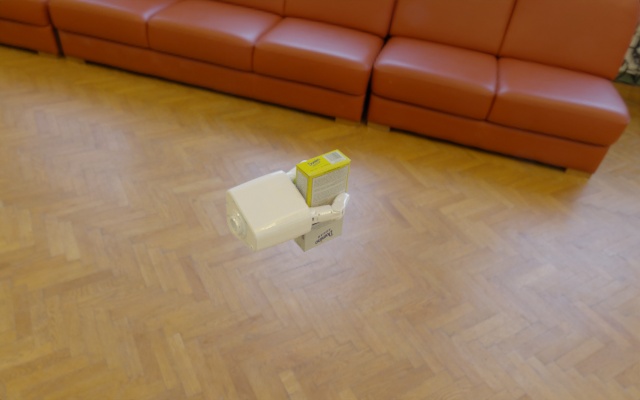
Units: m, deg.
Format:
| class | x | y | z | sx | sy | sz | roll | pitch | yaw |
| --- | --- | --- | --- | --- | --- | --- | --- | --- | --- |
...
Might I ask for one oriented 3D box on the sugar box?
| class | x | y | z | sx | sy | sz | roll | pitch | yaw |
| --- | --- | --- | --- | --- | --- | --- | --- | --- | --- |
| sugar box | 0.000 | 0.002 | 0.860 | 0.093 | 0.176 | 0.048 | -22 | 48 | -30 |
